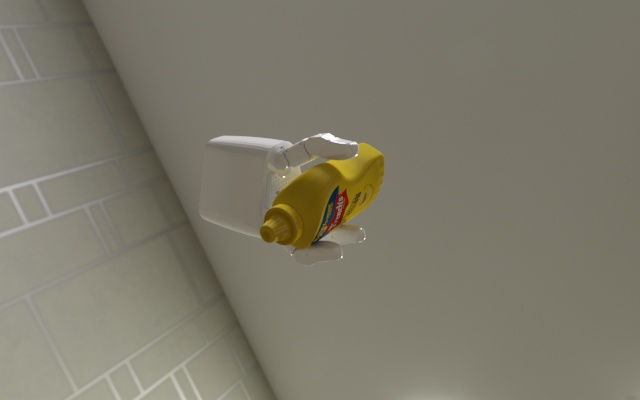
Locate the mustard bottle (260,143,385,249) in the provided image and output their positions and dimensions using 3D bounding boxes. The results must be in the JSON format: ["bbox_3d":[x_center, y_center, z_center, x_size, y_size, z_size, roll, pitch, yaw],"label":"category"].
[{"bbox_3d":[0.001,0.002,0.526,0.058,0.096,0.191,36,35,19],"label":"mustard bottle"}]
